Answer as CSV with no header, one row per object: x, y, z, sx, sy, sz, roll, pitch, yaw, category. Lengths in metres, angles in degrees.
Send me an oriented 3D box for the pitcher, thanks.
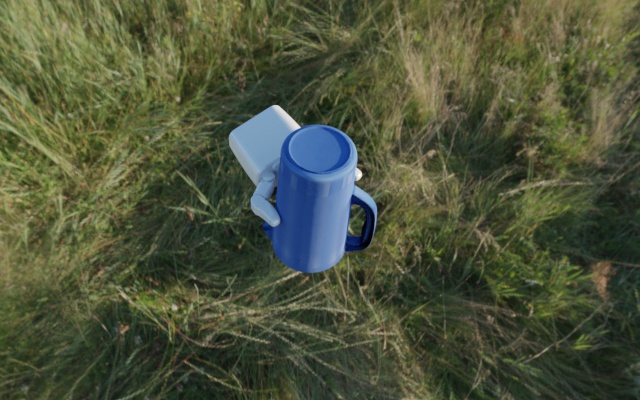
0.000,0.002,0.755,0.149,0.145,0.243,-26,-30,-23,pitcher
